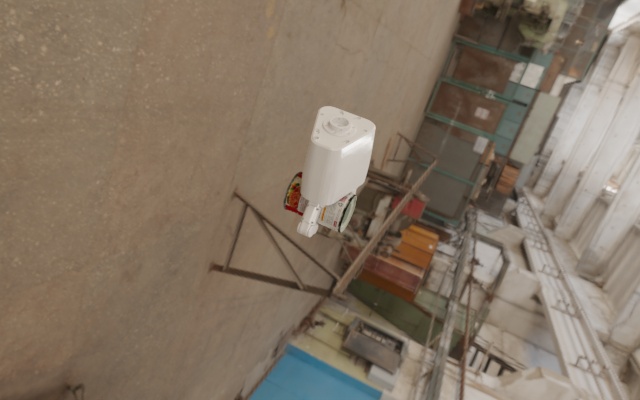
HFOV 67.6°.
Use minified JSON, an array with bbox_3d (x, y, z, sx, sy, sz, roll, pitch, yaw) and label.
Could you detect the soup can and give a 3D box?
[{"bbox_3d":[0.000,0.003,0.778,0.102,0.068,0.068,23,5,13],"label":"soup can"}]
